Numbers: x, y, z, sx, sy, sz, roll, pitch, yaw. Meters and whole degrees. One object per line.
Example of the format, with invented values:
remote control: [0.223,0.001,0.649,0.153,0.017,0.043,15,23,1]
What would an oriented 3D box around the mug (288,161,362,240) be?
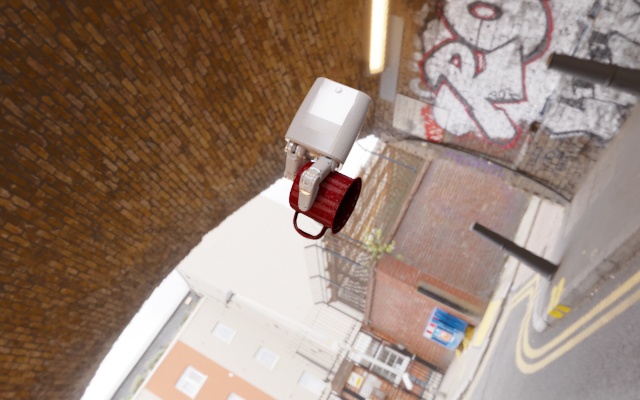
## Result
mug: [-0.001,0.004,0.716,0.081,0.117,0.093,25,-5,18]
